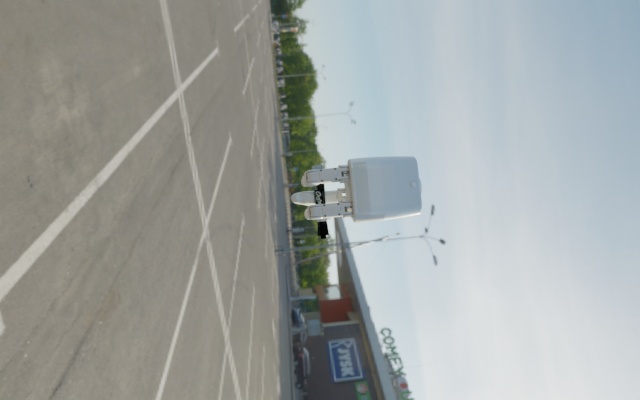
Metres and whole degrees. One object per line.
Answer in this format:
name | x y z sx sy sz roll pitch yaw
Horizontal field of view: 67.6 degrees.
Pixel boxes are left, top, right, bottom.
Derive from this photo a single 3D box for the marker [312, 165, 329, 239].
marker | 0.000 0.003 0.783 0.020 0.121 0.020 -5 -4 0
